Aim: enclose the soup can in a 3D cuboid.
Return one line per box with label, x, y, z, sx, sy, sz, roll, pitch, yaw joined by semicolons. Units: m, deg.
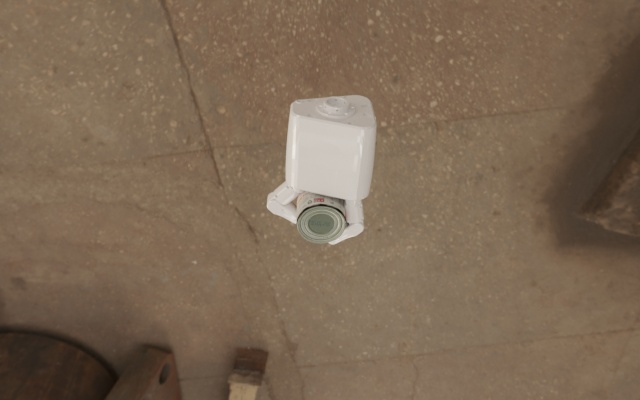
soup can;0.000;0.003;0.668;0.068;0.069;0.102;0;37;-2
